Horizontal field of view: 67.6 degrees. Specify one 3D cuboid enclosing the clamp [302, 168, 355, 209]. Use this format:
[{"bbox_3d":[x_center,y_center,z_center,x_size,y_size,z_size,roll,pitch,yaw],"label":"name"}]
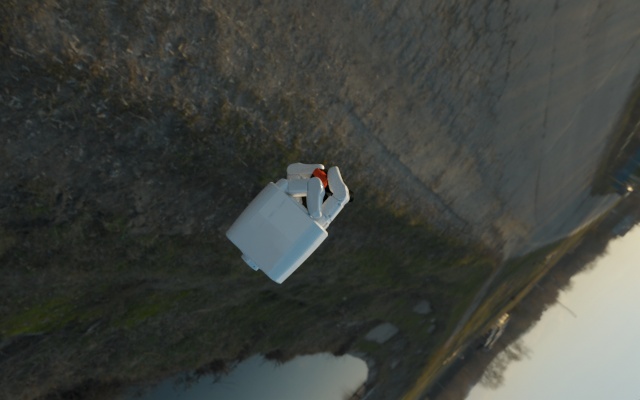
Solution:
[{"bbox_3d":[0.001,0.003,0.812,0.039,0.120,0.171,40,-6,24],"label":"clamp"}]
